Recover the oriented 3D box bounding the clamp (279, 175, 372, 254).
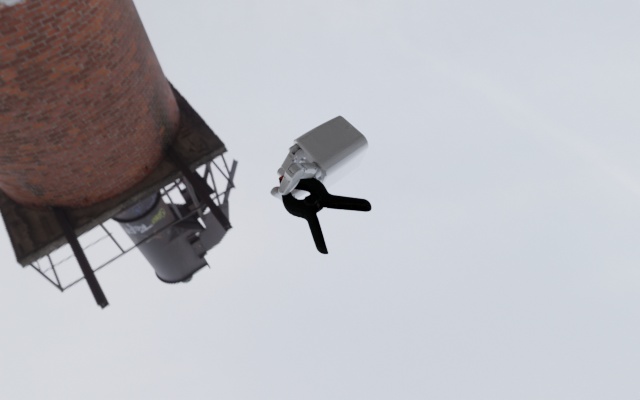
[{"bbox_3d":[0.000,0.003,0.819,0.120,0.171,0.039,-33,-31,-19],"label":"clamp"}]
